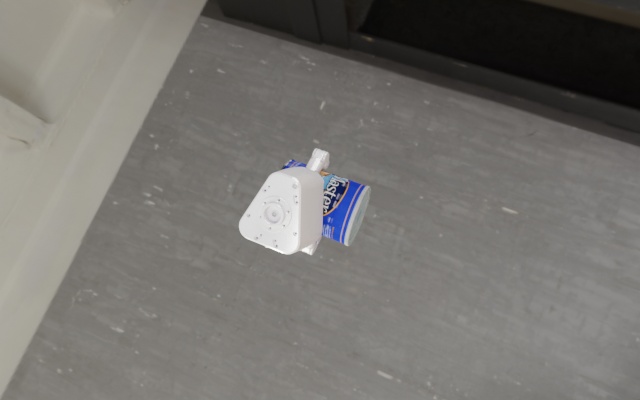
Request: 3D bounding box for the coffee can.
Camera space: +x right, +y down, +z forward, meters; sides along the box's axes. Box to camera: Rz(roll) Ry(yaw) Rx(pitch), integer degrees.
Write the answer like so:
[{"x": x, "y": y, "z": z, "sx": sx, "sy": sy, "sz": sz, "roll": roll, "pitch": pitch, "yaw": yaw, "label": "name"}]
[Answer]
[{"x": 0.000, "y": 0.003, "z": 0.786, "sx": 0.140, "sy": 0.103, "sz": 0.103, "roll": 20, "pitch": 4, "yaw": 12, "label": "coffee can"}]
